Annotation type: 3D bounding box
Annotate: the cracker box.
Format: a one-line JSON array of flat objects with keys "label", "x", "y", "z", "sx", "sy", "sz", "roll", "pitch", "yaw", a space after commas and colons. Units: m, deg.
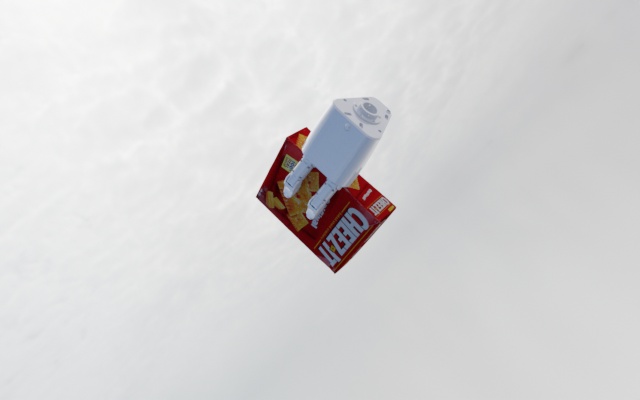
[{"label": "cracker box", "x": 0.000, "y": 0.003, "z": 0.848, "sx": 0.072, "sy": 0.213, "sz": 0.164, "roll": -36, "pitch": -14, "yaw": -47}]
